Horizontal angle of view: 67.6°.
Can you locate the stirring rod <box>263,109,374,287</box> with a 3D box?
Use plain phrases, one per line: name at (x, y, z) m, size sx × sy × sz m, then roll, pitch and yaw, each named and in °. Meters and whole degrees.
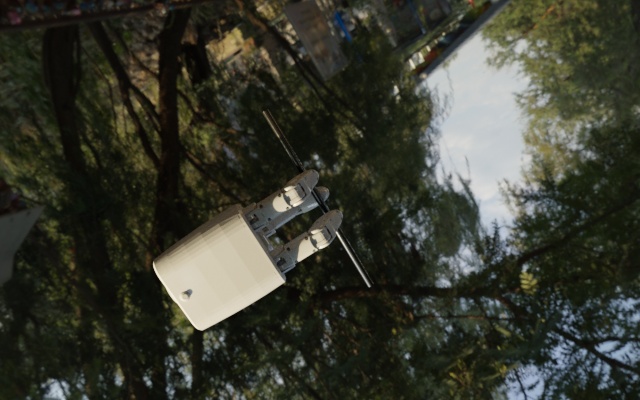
stirring rod at (0.000, 0.002, 0.552) m, size 0.011 × 0.239 × 0.011 m, roll -30°, pitch 13°, yaw 7°
